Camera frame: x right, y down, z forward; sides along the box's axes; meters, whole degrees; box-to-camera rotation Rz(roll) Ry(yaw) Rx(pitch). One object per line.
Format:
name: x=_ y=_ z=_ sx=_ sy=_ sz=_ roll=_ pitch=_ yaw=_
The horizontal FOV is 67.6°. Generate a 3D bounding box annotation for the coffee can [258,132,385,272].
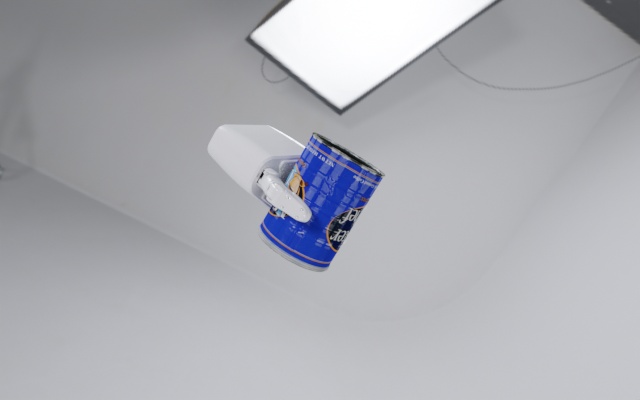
coffee can: x=0.000 y=0.002 z=0.591 sx=0.103 sy=0.140 sz=0.102 roll=30 pitch=11 yaw=-6
